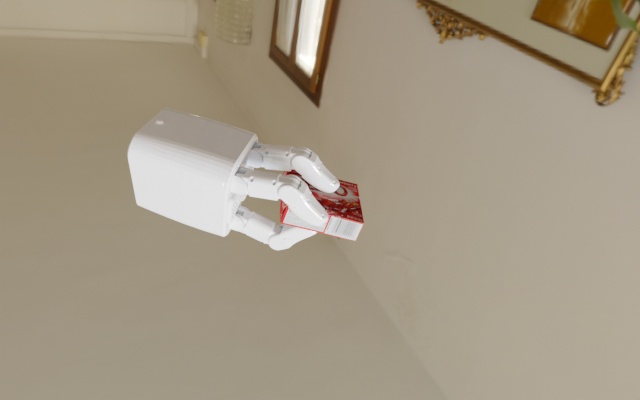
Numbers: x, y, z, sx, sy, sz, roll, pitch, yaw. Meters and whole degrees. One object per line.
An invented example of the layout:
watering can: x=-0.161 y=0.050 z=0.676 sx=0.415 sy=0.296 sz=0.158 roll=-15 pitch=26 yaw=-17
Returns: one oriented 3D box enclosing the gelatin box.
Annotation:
gelatin box: x=0.000 y=0.002 z=0.528 sx=0.089 sy=0.030 sz=0.073 roll=15 pitch=35 yaw=-14
